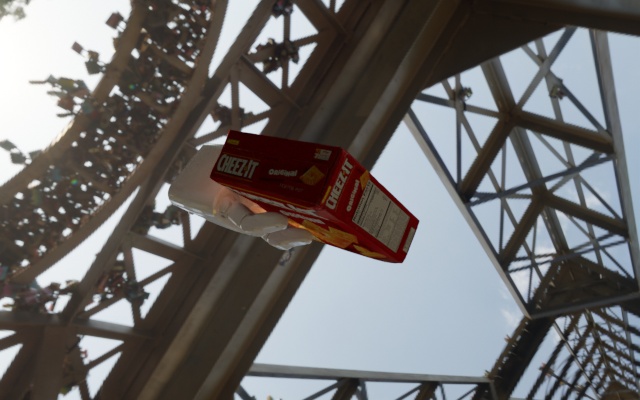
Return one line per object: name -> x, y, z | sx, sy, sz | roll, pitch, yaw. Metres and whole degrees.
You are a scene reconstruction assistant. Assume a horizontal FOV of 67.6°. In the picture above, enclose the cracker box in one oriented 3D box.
cracker box -> 0.000, 0.002, 0.575 | 0.164, 0.072, 0.214 | 13, -13, 37
